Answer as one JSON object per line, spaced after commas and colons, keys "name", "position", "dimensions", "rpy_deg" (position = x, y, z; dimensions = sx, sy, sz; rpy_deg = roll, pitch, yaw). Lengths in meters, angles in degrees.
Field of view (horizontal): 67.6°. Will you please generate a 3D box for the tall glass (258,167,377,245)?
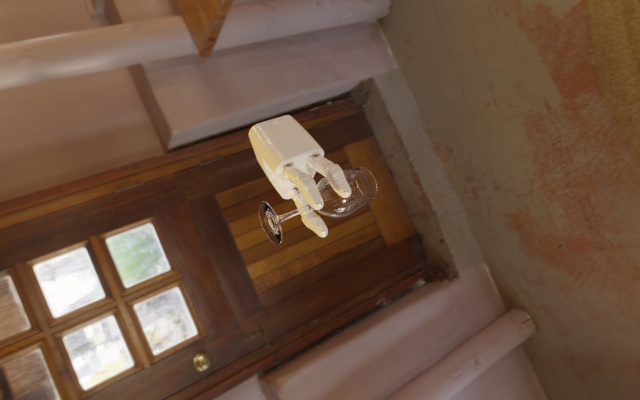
{"name": "tall glass", "position": [0.000, 0.003, 0.811], "dimensions": [0.201, 0.079, 0.079], "rpy_deg": [-22, 10, -27]}
